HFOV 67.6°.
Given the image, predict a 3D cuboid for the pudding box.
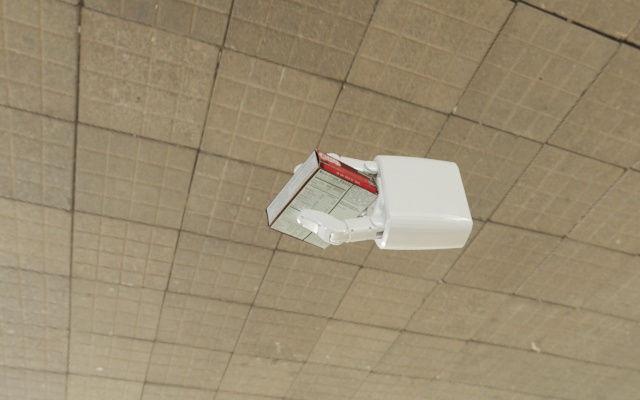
[{"bbox_3d":[0.000,0.002,0.576,0.090,0.113,0.039,24,33,-28],"label":"pudding box"}]
